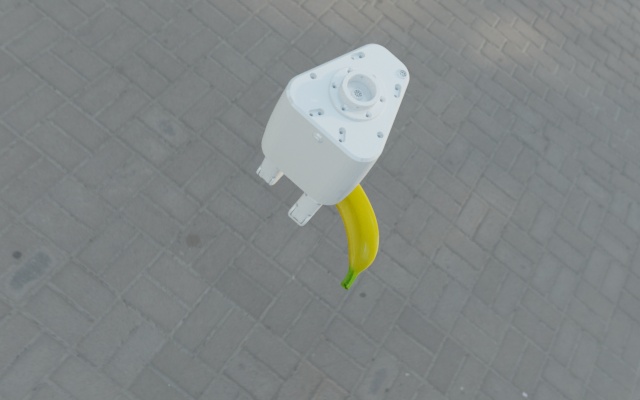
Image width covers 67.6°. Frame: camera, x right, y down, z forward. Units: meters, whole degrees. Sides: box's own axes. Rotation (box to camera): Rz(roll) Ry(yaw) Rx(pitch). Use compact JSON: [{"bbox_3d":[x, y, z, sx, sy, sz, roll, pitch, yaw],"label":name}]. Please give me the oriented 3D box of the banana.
[{"bbox_3d":[0.018,-0.002,0.550,0.069,0.198,0.037,-22,-8,-19],"label":"banana"}]
